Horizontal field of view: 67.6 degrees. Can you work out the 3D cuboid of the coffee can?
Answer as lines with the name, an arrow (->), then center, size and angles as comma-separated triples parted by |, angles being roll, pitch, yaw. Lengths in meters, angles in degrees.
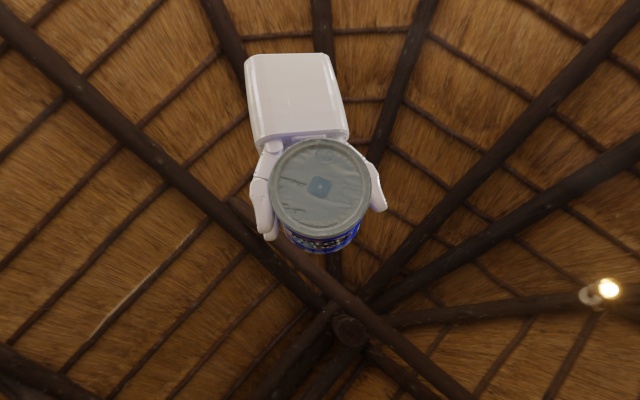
coffee can -> 0.000, 0.002, 0.537 | 0.103, 0.102, 0.140 | 0, -13, 0
